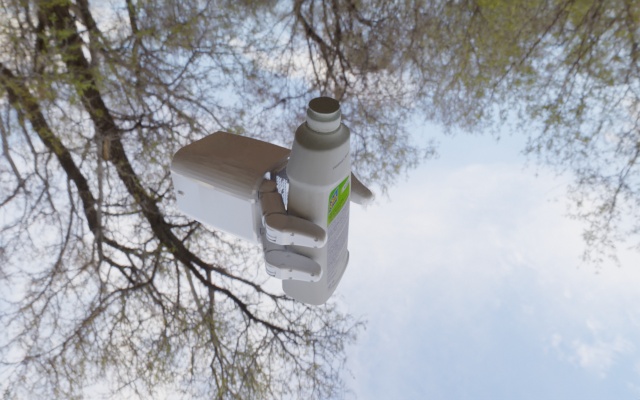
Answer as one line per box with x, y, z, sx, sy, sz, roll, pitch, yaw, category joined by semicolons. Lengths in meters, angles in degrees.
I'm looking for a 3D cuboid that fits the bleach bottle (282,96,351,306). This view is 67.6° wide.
0.000;0.002;0.510;0.068;0.251;0.102;18;45;14;bleach bottle
